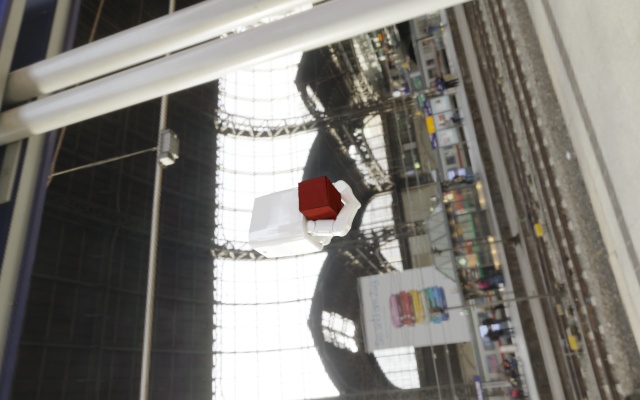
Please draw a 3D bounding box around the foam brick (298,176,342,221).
[{"bbox_3d":[0.000,0.002,0.780,0.051,0.053,0.078,-10,-25,17],"label":"foam brick"}]
